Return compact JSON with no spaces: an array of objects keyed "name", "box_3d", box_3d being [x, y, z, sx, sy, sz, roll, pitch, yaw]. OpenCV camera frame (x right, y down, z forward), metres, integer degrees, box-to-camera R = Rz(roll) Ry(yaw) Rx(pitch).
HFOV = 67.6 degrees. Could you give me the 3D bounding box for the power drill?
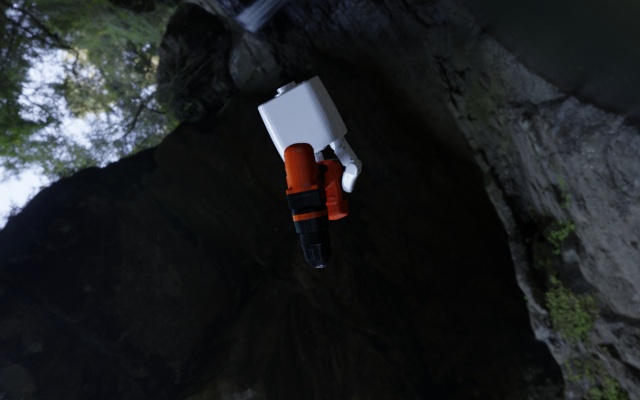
[{"name":"power drill","box_3d":[0.000,0.002,0.762,0.057,0.184,0.187,-9,2,13]}]
